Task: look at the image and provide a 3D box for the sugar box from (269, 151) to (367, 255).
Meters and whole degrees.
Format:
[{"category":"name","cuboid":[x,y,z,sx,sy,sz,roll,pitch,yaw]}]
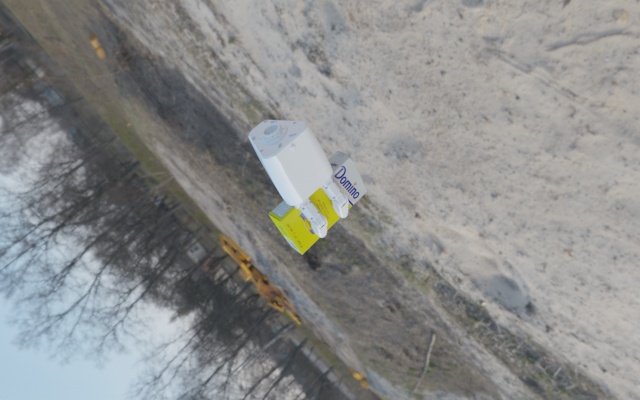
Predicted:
[{"category":"sugar box","cuboid":[0.000,0.003,0.856,0.176,0.093,0.048,-42,40,-15]}]
